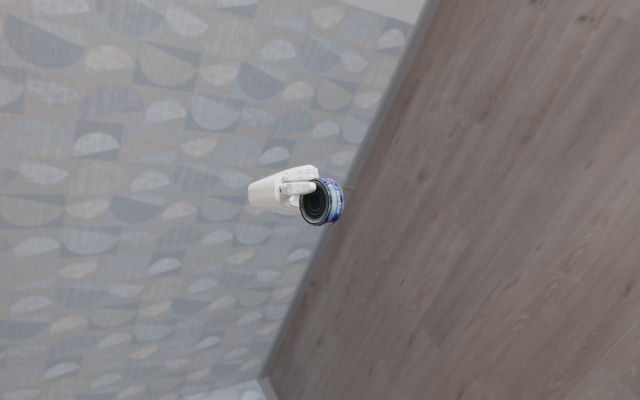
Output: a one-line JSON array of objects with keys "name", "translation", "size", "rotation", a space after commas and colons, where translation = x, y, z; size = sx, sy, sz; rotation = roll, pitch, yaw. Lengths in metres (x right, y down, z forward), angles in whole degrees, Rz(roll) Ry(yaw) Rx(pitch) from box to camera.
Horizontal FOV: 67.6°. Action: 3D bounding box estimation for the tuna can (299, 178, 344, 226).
[{"name": "tuna can", "translation": [0.000, 0.003, 0.848], "size": [0.034, 0.086, 0.086], "rotation": [0, 0, -43]}]
